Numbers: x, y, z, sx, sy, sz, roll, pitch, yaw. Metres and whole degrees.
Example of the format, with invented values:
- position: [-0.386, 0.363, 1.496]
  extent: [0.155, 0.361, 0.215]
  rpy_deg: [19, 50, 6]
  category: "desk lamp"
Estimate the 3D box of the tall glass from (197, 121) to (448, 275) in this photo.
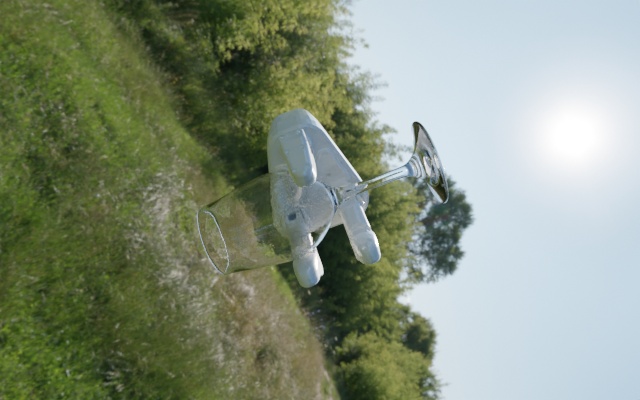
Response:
- position: [0.001, 0.001, 0.410]
  extent: [0.201, 0.079, 0.079]
  rpy_deg: [-20, -1, 1]
  category: "tall glass"
